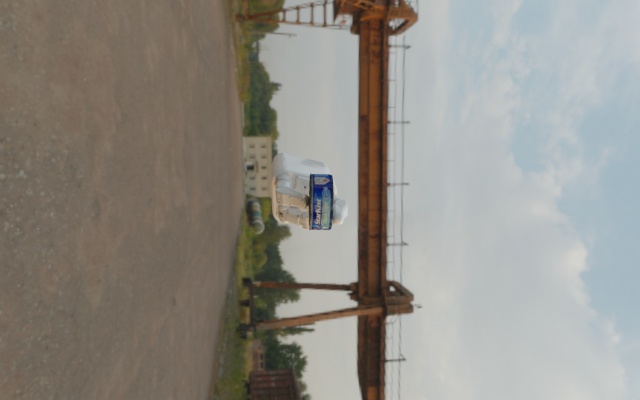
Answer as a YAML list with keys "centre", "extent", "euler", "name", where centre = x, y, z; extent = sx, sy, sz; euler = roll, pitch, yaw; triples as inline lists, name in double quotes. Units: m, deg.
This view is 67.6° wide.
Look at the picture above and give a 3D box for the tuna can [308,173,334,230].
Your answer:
- centre: [0.001, 0.002, 0.717]
  extent: [0.034, 0.086, 0.086]
  euler: [1, 0, -3]
  name: "tuna can"
